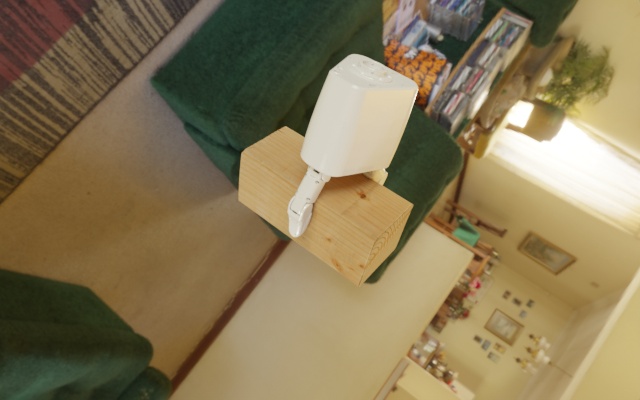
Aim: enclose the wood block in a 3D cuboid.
[{"bbox_3d":[0.000,0.002,0.618,0.206,0.090,0.090,34,47,21],"label":"wood block"}]
